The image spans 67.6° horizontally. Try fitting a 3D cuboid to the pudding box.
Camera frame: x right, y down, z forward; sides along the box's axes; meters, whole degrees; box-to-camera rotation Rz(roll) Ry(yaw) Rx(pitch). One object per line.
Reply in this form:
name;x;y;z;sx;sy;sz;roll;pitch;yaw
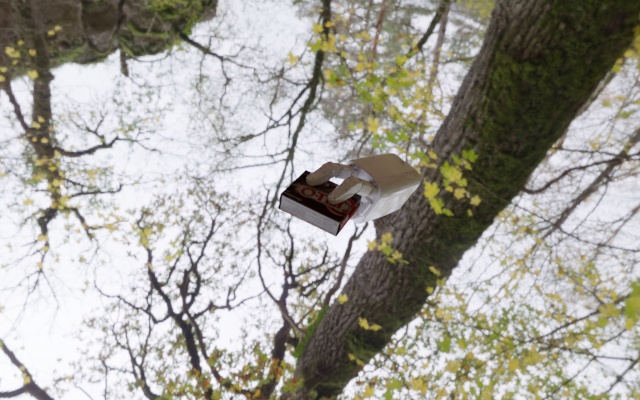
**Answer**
pudding box;0.000;0.003;0.793;0.113;0.039;0.090;23;37;15
